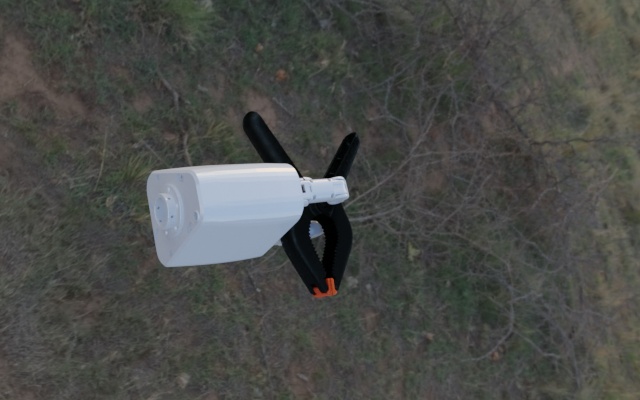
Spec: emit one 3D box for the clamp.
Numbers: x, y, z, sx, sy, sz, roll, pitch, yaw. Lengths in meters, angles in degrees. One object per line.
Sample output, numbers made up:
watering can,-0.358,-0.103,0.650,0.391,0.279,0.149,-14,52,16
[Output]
clamp,0.001,0.002,0.548,0.164,0.210,0.036,-5,-11,-40
